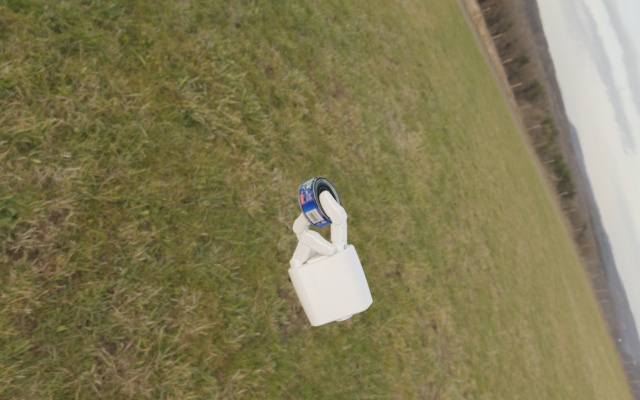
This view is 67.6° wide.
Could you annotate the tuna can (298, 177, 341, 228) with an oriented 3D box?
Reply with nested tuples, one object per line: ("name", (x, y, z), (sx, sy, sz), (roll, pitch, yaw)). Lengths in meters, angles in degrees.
("tuna can", (0.001, 0.002, 0.826), (0.034, 0.086, 0.086), (-23, -12, 30))
